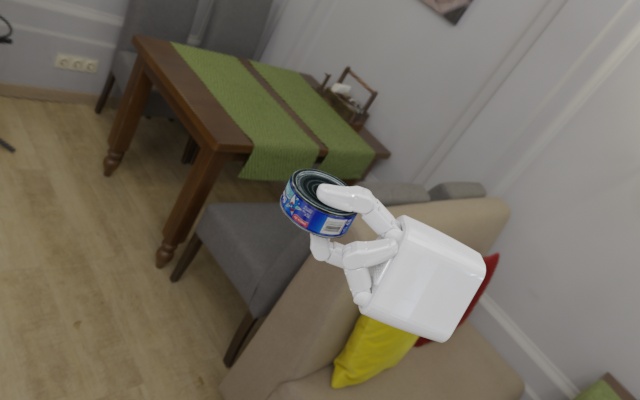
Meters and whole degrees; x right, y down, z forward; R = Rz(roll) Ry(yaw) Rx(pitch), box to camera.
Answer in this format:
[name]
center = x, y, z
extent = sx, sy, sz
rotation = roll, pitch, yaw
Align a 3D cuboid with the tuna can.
[tuna can]
center = 0.000, 0.001, 0.533
extent = 0.086, 0.034, 0.086
rotation = 20, 30, -12
